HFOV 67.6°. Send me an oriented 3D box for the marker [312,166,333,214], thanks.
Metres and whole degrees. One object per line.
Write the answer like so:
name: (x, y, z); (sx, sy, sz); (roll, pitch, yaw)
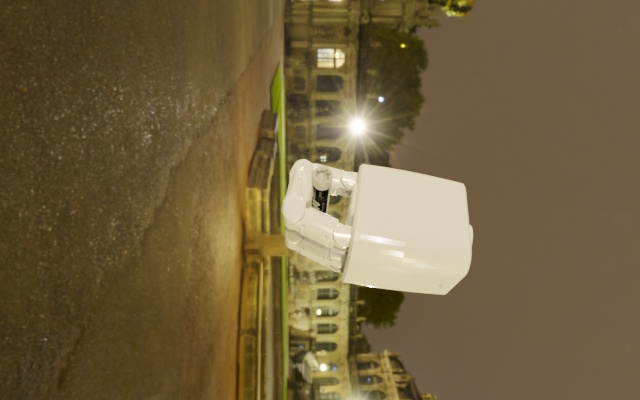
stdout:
marker: (0.000, 0.002, 0.487); (0.020, 0.020, 0.121); (0, -25, -2)
